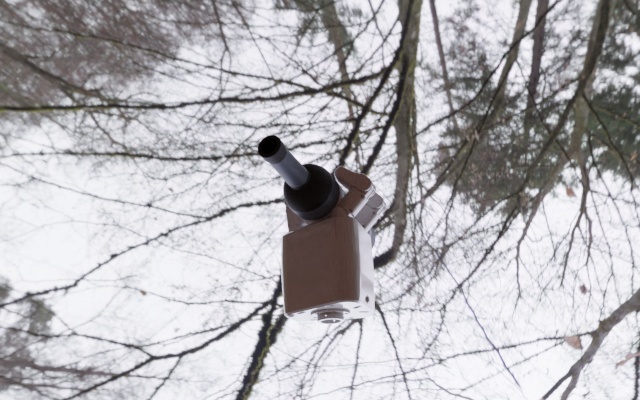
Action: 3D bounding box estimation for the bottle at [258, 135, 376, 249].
[{"bbox_3d":[0.000,0.002,0.623,0.069,0.069,0.296,0,-24,24],"label":"bottle"}]
